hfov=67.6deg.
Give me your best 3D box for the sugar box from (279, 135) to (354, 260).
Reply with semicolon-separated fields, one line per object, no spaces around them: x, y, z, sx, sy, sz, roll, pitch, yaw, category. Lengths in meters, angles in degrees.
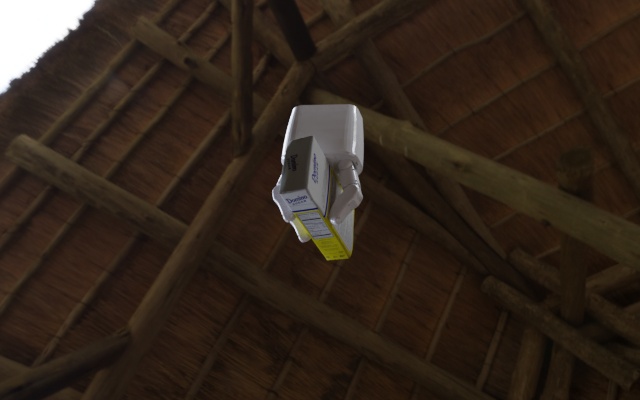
0.000;0.002;0.673;0.048;0.093;0.176;-11;-39;21;sugar box
